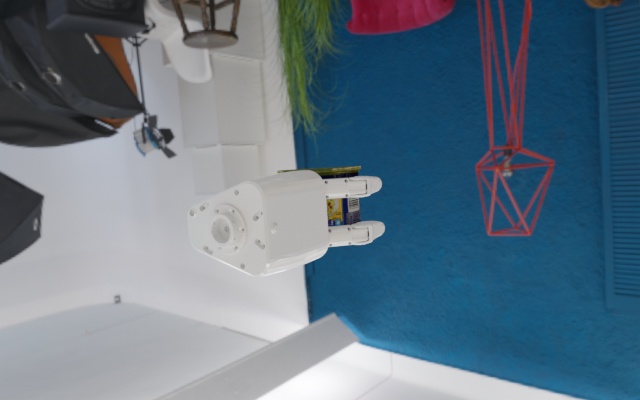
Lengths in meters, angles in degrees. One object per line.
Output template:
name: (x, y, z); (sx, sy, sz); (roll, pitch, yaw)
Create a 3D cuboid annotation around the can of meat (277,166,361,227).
can of meat: (0.000, 0.002, 0.589); (0.102, 0.084, 0.057); (-1, 6, 28)
